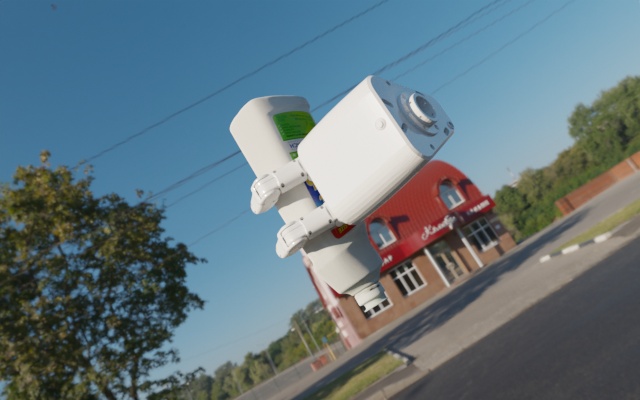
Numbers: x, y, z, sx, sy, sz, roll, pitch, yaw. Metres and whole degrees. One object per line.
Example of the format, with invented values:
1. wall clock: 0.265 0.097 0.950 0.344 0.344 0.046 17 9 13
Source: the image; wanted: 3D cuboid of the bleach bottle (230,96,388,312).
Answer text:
1. bleach bottle: 0.000 0.002 0.525 0.102 0.250 0.068 -15 -21 -49
